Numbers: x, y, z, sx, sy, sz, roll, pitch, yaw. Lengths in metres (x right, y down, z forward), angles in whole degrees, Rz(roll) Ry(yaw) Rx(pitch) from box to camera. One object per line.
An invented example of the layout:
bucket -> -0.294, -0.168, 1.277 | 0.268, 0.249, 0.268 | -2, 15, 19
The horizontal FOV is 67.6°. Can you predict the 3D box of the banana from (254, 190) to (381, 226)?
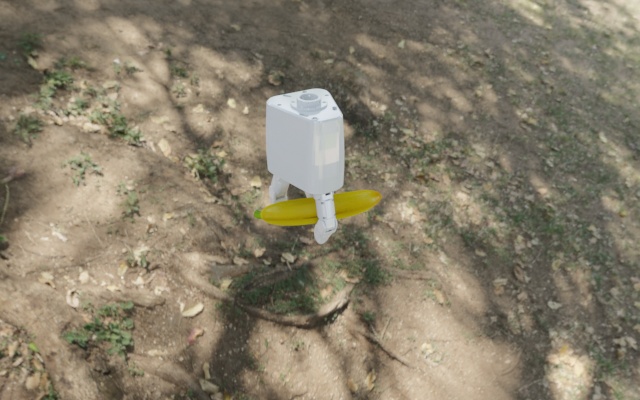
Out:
banana -> -0.001, 0.009, 0.704 | 0.198, 0.037, 0.069 | -7, 19, -4
